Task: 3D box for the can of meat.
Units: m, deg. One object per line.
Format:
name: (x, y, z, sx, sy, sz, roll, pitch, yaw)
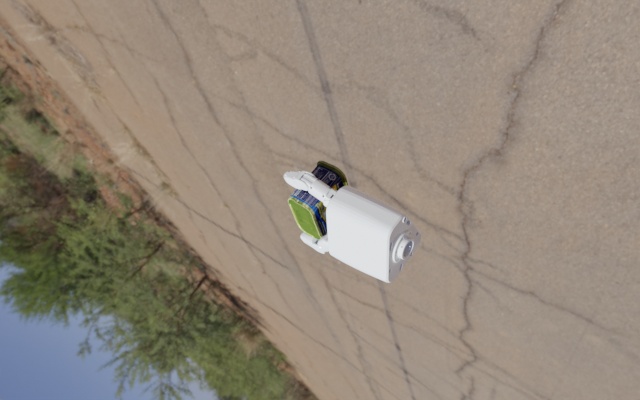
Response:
can of meat: (0.000, 0.003, 0.758, 0.057, 0.084, 0.102, 27, -26, 30)
